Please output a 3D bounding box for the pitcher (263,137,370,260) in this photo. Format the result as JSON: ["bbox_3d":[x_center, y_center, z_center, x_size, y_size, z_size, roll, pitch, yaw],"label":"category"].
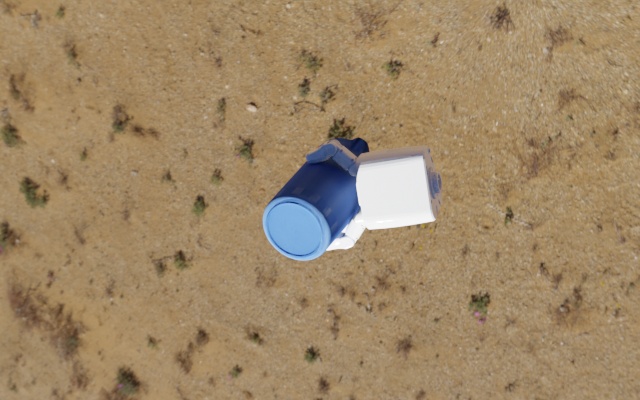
[{"bbox_3d":[0.000,0.003,0.788,0.145,0.149,0.242,-6,21,25],"label":"pitcher"}]
